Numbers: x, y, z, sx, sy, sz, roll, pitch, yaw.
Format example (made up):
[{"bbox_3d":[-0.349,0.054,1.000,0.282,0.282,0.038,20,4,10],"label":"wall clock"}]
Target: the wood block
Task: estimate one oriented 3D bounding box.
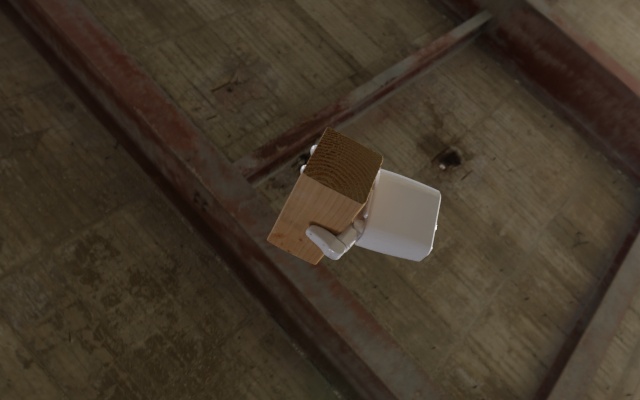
[{"bbox_3d":[0.000,0.003,0.698,0.090,0.090,0.206,28,-35,-3],"label":"wood block"}]
